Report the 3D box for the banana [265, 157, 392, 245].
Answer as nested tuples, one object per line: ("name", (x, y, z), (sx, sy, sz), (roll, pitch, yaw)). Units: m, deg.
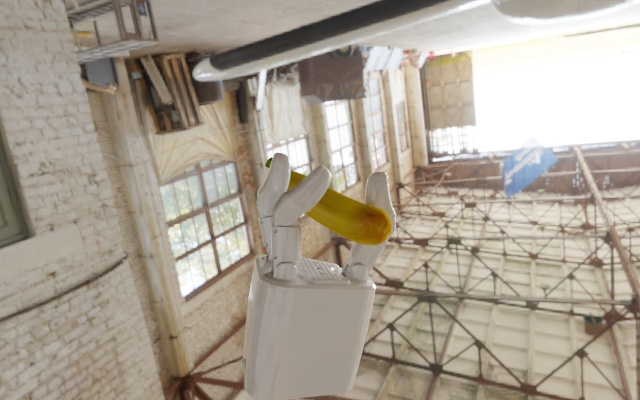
("banana", (0.011, 0.008, 0.443), (0.070, 0.037, 0.197), (29, -1, -36))
